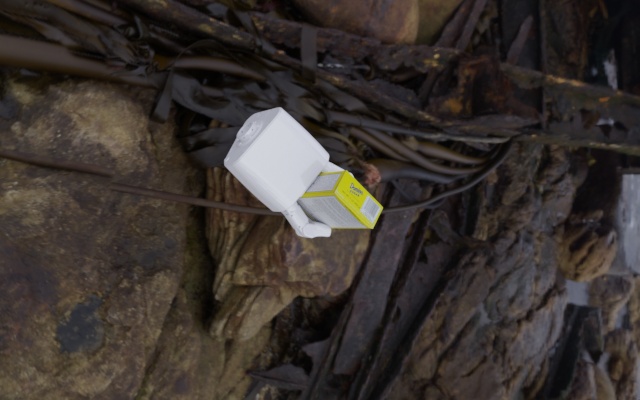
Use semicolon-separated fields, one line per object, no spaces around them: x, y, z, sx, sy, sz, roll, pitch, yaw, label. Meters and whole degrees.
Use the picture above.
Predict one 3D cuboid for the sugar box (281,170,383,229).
0.000;0.002;0.736;0.176;0.048;0.093;1;-36;51;sugar box
